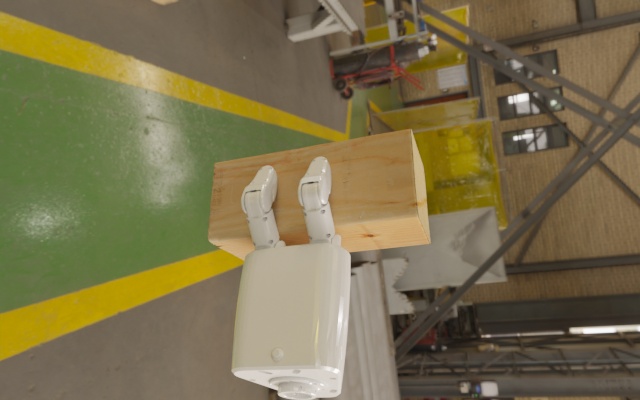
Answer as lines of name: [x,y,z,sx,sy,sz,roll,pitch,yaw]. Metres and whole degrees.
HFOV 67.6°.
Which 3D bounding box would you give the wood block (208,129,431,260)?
wood block: [0.000,0.002,0.492,0.206,0.090,0.091,-8,-23,17]
